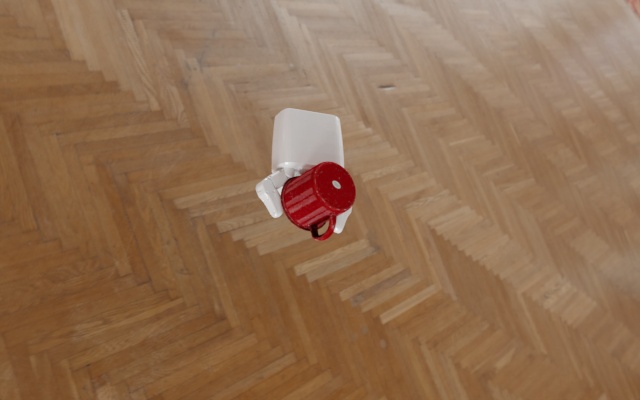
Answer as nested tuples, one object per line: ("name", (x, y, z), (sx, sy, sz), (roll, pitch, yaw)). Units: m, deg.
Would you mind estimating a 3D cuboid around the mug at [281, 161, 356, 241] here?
("mug", (0.000, 0.004, 0.722), (0.093, 0.117, 0.081), (12, -26, -34))
